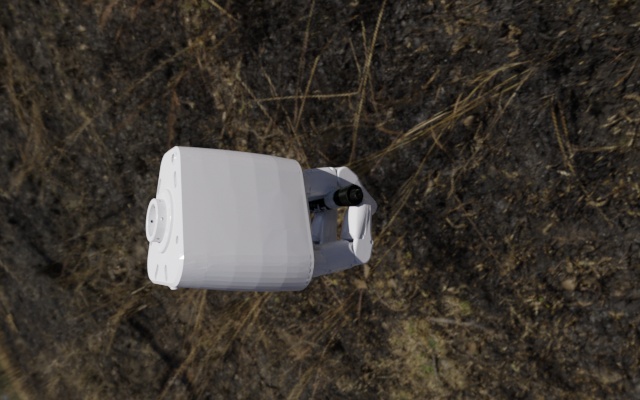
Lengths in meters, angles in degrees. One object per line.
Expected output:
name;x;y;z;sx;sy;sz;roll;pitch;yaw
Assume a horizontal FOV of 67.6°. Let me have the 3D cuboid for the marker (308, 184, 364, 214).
marker;0.000;0.002;0.456;0.020;0.020;0.121;0;-7;-33
